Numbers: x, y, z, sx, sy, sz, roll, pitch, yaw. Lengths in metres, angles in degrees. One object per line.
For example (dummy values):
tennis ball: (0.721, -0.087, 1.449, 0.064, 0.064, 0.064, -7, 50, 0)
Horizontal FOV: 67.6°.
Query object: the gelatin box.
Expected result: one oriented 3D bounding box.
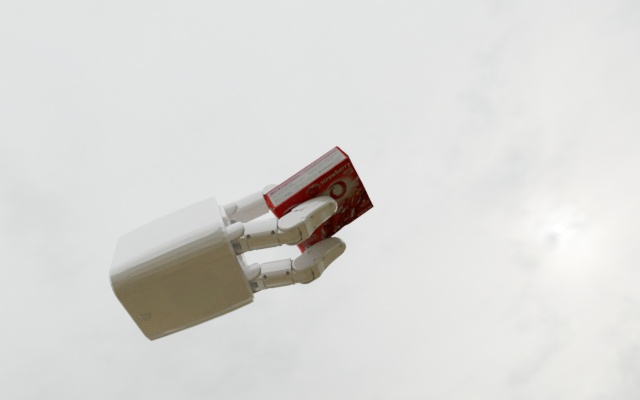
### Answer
gelatin box: (0.000, 0.001, 0.467, 0.089, 0.073, 0.030, -35, 41, -4)
